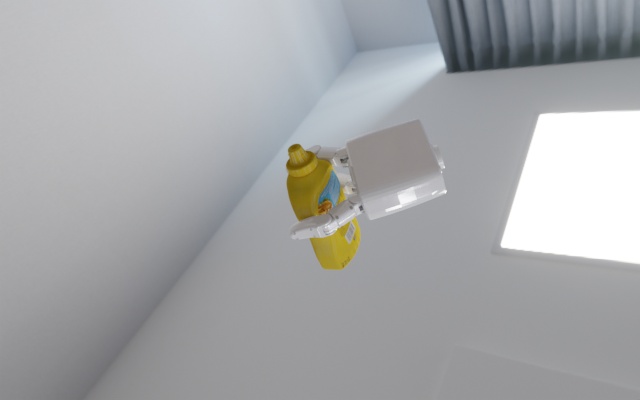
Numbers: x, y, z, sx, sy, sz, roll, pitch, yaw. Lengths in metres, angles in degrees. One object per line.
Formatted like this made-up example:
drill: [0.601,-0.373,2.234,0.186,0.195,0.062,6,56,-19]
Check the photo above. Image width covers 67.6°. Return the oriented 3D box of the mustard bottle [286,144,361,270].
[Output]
mustard bottle: [0.000,0.002,0.660,0.058,0.192,0.096,-1,43,28]
